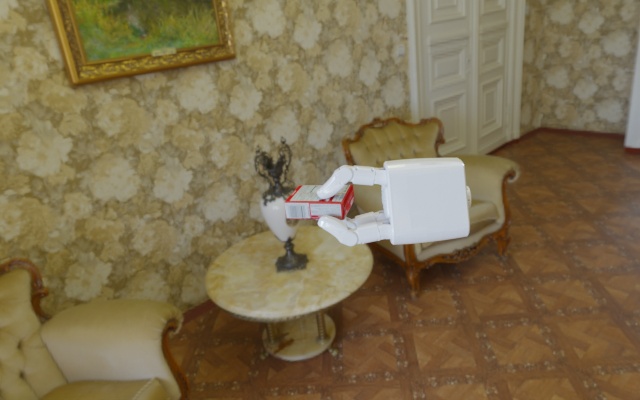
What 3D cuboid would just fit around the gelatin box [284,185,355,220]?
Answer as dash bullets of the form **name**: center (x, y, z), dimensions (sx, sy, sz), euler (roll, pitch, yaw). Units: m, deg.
- **gelatin box**: center (0.000, 0.002, 0.704), dimensions (0.089, 0.030, 0.073), euler (1, 22, 15)
